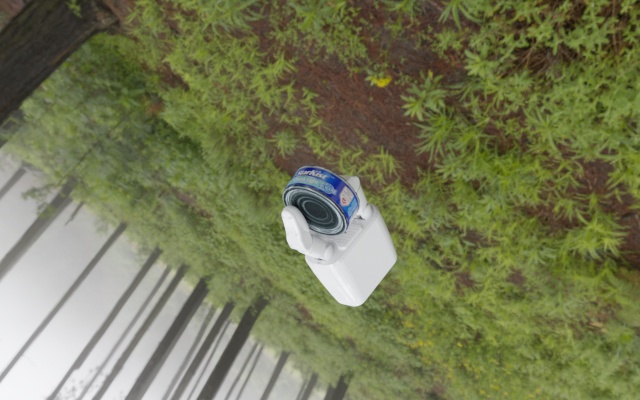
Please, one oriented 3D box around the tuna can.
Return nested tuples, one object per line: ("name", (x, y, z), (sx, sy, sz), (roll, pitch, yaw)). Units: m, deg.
("tuna can", (0.000, 0.002, 0.549), (0.086, 0.033, 0.086), (23, -32, 16))
